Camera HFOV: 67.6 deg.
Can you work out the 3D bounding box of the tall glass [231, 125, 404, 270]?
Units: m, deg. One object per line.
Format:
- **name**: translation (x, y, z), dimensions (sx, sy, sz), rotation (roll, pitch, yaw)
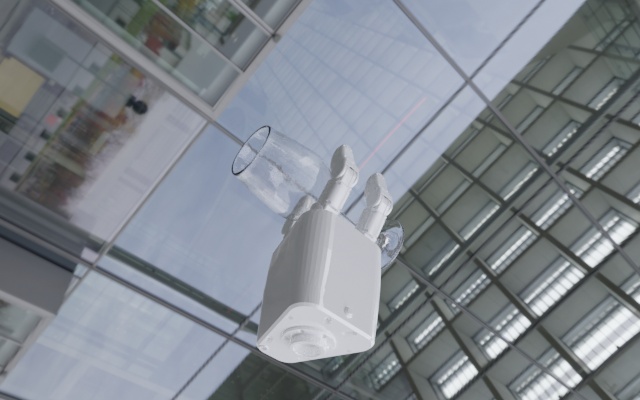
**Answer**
- **tall glass**: translation (0.001, 0.002, 0.528), dimensions (0.201, 0.079, 0.079), rotation (37, -18, -26)
